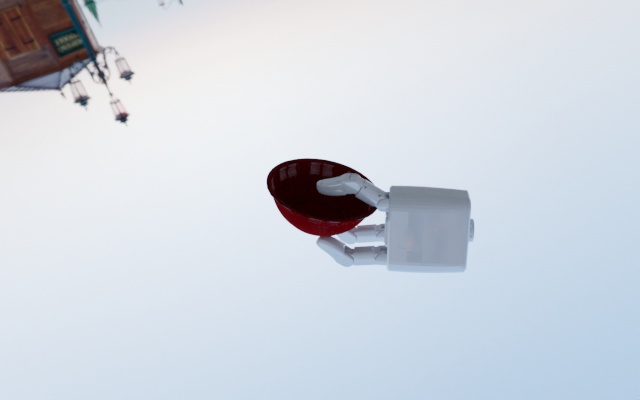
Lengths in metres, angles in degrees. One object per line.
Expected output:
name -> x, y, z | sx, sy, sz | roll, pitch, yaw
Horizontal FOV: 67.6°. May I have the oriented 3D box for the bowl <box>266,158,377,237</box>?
bowl -> -0.001, 0.002, 0.679 | 0.162, 0.055, 0.162 | 9, 33, -6
